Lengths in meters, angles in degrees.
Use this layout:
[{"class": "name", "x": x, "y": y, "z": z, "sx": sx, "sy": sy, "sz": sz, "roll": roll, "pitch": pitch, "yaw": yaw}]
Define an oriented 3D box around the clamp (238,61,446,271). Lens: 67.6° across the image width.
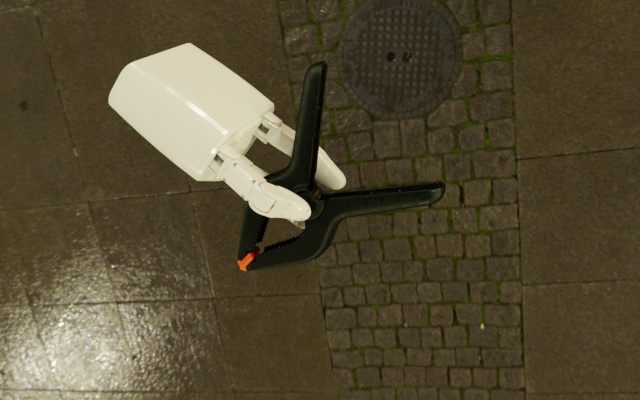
[{"class": "clamp", "x": -0.001, "y": 0.002, "z": 0.454, "sx": 0.164, "sy": 0.210, "sz": 0.036, "roll": 39, "pitch": 20, "yaw": 3}]
